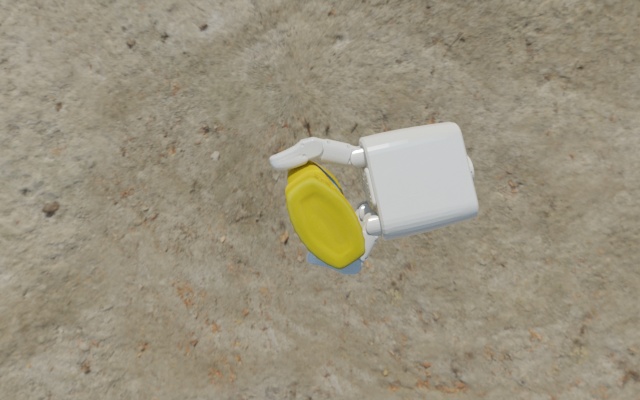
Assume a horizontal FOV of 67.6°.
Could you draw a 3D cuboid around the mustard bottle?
[{"bbox_3d":[0.000,0.002,0.534,0.058,0.096,0.191,-36,13,5],"label":"mustard bottle"}]
